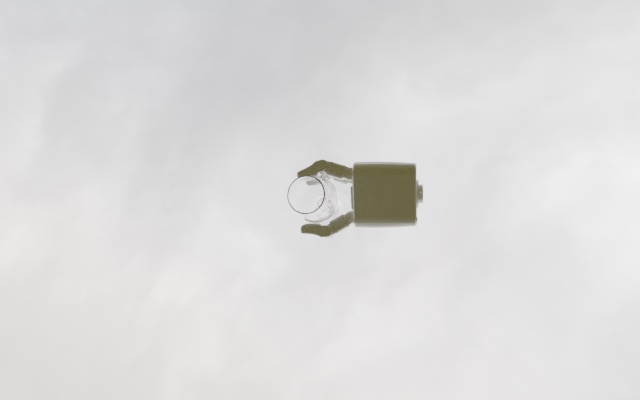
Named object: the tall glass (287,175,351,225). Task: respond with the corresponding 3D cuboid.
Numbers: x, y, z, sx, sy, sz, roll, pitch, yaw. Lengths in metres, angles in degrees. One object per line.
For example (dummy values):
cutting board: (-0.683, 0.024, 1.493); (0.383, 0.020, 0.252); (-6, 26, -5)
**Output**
tall glass: (0.000, 0.003, 0.842); (0.079, 0.079, 0.201); (0, -7, 14)
